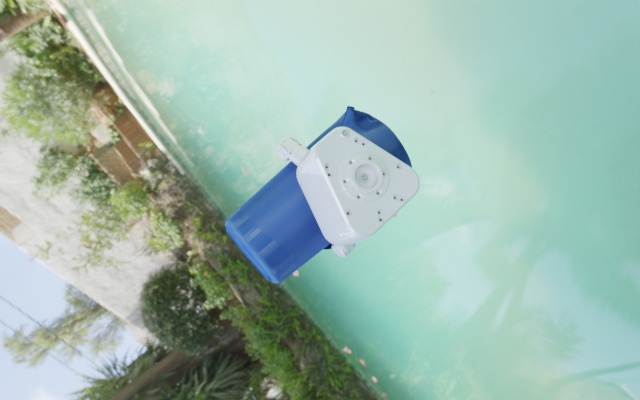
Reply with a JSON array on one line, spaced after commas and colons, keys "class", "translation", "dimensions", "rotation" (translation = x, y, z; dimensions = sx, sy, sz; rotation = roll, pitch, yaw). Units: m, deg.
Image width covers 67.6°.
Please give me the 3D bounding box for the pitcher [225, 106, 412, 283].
[{"class": "pitcher", "translation": [0.000, 0.002, 0.651], "dimensions": [0.243, 0.149, 0.145], "rotation": [-40, 2, -14]}]
